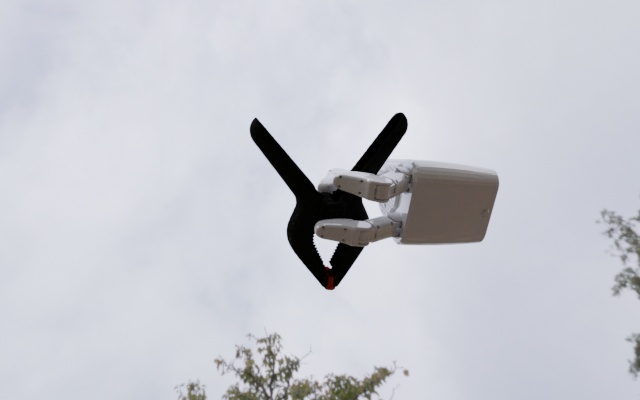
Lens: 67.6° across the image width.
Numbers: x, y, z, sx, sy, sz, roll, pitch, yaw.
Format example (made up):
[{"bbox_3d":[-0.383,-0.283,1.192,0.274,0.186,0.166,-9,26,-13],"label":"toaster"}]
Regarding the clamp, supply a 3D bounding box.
[{"bbox_3d":[0.000,0.002,0.521,0.164,0.210,0.036,3,22,-13],"label":"clamp"}]
